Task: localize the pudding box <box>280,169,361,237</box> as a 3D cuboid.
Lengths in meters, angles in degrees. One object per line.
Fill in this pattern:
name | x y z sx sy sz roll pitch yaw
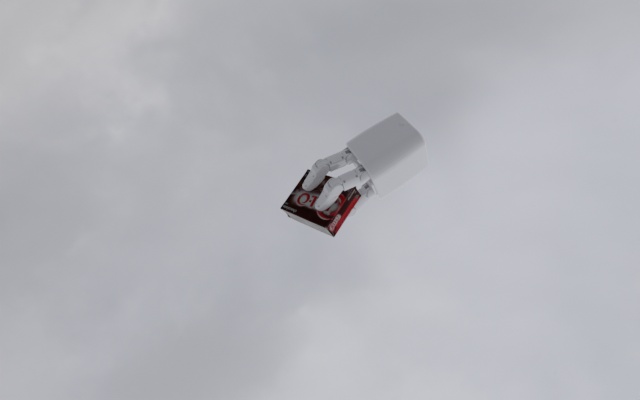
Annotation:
pudding box | 0.000 0.003 0.820 0.113 0.090 0.039 20 -23 40
